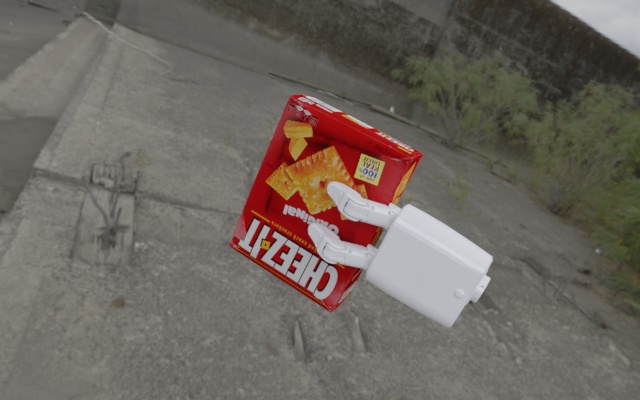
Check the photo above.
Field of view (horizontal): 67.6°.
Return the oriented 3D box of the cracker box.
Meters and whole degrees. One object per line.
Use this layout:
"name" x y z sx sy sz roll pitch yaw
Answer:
"cracker box" 0.000 0.002 0.584 0.164 0.214 0.072 31 19 15
